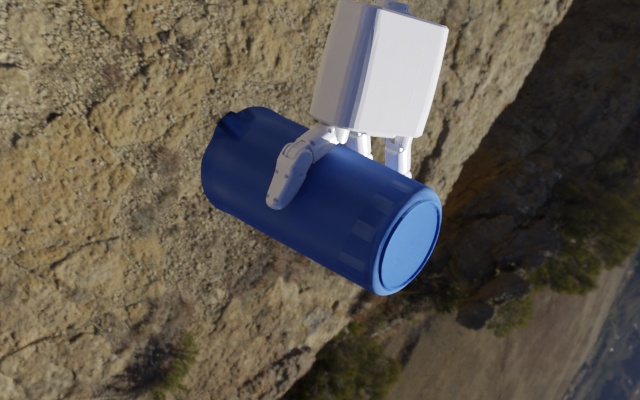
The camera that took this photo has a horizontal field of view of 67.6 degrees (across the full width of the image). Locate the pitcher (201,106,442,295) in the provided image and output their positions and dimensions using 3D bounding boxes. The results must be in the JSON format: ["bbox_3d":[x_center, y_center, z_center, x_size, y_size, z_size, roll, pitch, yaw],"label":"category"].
[{"bbox_3d":[0.000,0.001,0.503,0.242,0.145,0.149,28,23,37],"label":"pitcher"}]
